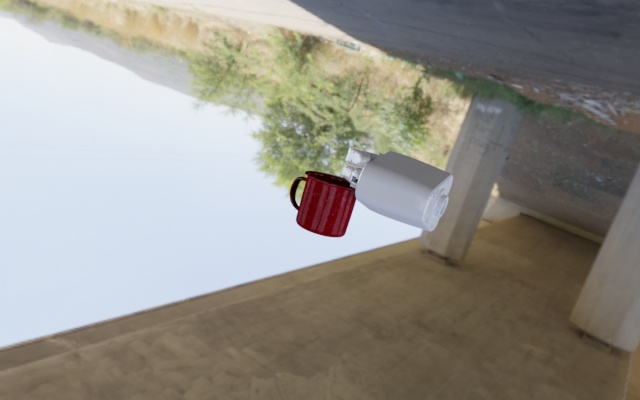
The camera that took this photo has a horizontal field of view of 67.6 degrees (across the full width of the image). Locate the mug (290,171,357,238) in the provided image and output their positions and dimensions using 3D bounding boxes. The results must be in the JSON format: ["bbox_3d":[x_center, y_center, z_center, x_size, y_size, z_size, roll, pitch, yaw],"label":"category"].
[{"bbox_3d":[-0.001,0.002,0.740,0.117,0.081,0.093,22,12,26],"label":"mug"}]
